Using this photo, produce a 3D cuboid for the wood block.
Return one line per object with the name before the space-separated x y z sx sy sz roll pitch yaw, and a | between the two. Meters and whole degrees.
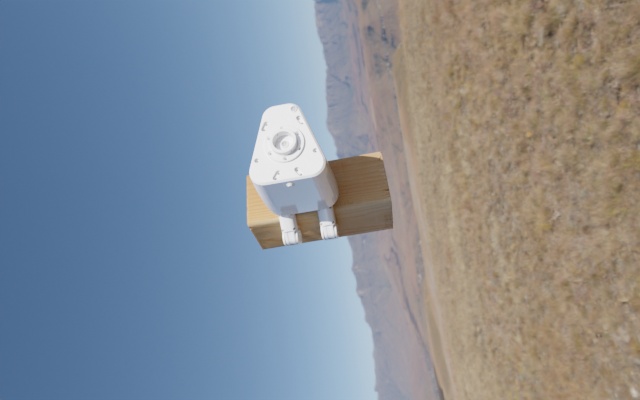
wood block | 0.000 0.002 0.726 0.206 0.090 0.090 -9 -32 5
